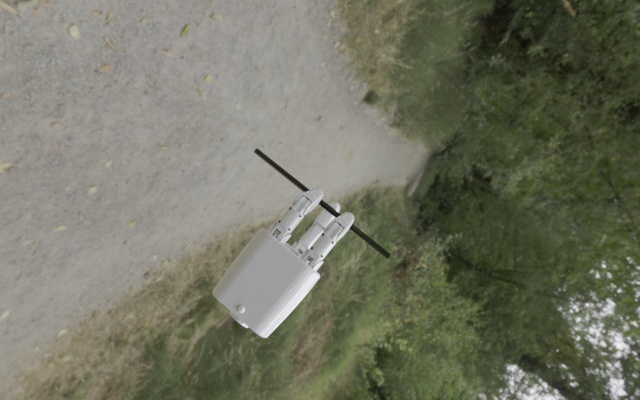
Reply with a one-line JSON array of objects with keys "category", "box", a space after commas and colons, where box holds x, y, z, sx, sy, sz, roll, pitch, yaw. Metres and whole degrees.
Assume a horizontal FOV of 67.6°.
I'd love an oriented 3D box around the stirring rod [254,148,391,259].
[{"category": "stirring rod", "box": [0.000, 0.002, 0.665, 0.239, 0.011, 0.011, 39, 7, 9]}]
